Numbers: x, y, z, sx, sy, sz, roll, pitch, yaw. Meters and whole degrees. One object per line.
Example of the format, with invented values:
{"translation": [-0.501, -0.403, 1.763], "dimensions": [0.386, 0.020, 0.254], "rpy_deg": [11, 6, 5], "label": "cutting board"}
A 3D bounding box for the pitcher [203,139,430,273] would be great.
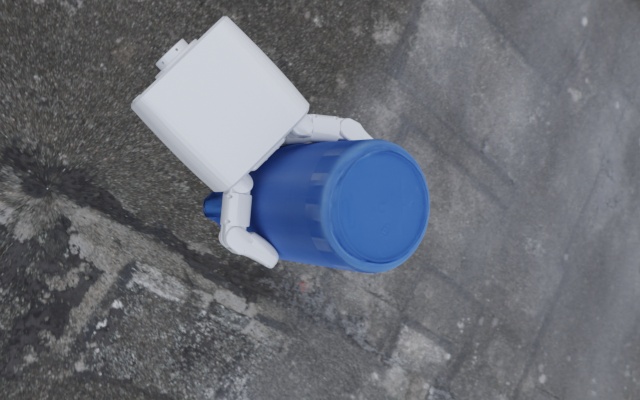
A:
{"translation": [0.000, 0.001, 0.483], "dimensions": [0.145, 0.149, 0.243], "rpy_deg": [46, -20, -22], "label": "pitcher"}
